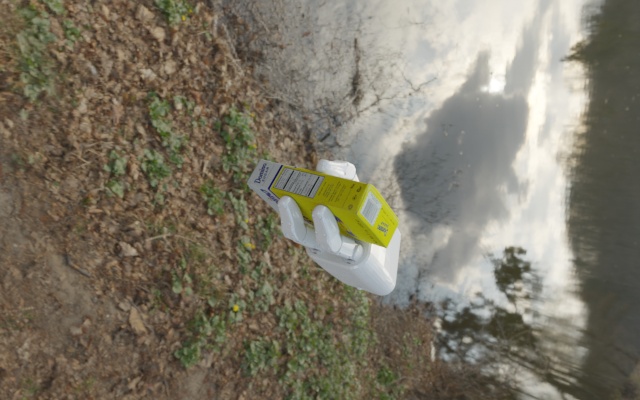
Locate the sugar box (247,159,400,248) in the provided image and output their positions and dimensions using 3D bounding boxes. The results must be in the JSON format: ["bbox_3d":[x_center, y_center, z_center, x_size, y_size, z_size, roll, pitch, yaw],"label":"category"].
[{"bbox_3d":[0.000,0.003,0.593,0.176,0.048,0.093,12,-23,37],"label":"sugar box"}]
